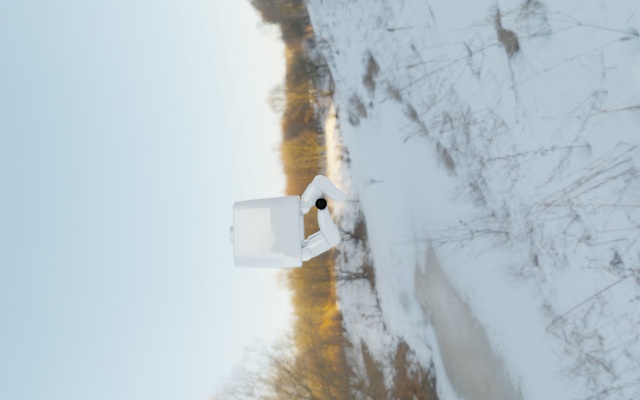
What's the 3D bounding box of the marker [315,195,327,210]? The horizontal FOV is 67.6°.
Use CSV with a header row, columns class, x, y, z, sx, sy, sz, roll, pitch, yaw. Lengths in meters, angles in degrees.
class,x,y,z,sx,sy,sz,roll,pitch,yaw
marker,0.000,0.003,0.791,0.020,0.020,0.121,0,3,-1
